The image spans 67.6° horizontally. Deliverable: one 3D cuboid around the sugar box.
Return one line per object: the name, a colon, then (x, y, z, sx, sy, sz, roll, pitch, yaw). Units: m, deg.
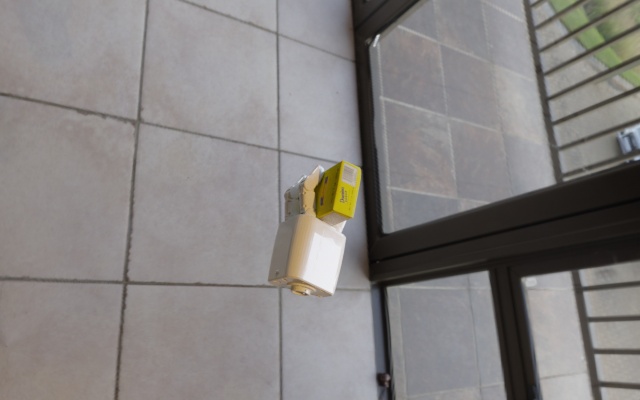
sugar box: (0.000, 0.003, 0.835, 0.048, 0.093, 0.176, 24, -26, -25)
